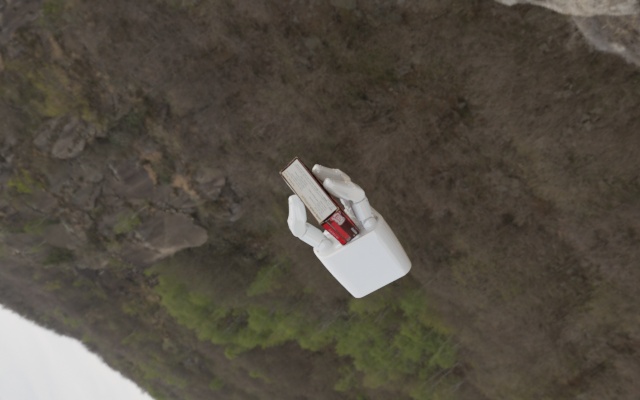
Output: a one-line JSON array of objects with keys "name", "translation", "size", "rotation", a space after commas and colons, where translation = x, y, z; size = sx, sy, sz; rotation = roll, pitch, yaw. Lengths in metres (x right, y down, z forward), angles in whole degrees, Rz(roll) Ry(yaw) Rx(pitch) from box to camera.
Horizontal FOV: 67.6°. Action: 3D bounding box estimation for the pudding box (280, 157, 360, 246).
[{"name": "pudding box", "translation": [0.000, 0.002, 0.672], "size": [0.113, 0.039, 0.090], "rotation": [49, 1, 33]}]
